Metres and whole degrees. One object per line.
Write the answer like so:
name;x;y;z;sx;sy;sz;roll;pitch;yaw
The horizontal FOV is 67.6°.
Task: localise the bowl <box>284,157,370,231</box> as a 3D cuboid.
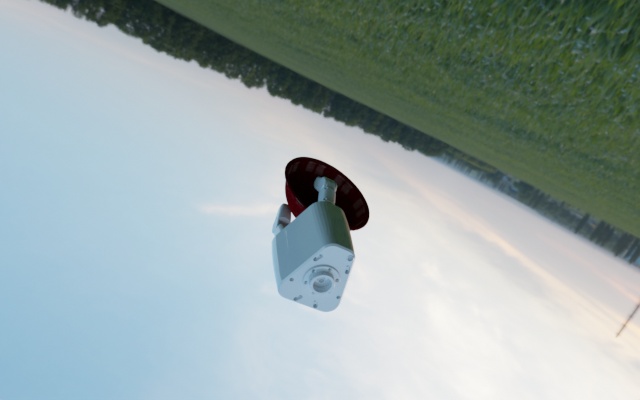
bowl;0.000;0.002;0.786;0.162;0.162;0.055;0;-42;-44
